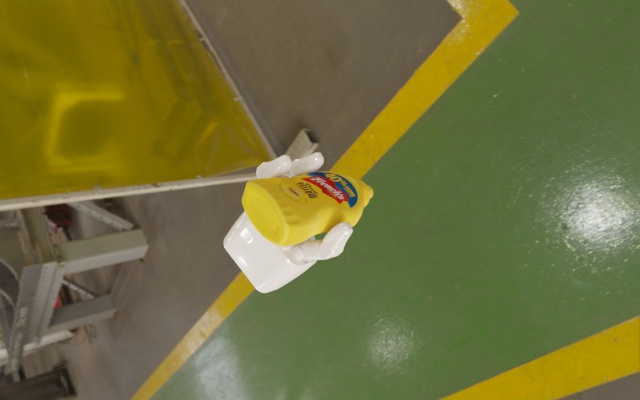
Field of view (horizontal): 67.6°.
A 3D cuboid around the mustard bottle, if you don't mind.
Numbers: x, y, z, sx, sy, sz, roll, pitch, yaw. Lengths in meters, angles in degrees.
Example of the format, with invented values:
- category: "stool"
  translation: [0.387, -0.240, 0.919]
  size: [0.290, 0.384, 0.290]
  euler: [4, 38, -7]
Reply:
- category: "mustard bottle"
  translation: [0.000, 0.002, 0.627]
  size: [0.191, 0.058, 0.096]
  euler: [-11, 43, -42]
